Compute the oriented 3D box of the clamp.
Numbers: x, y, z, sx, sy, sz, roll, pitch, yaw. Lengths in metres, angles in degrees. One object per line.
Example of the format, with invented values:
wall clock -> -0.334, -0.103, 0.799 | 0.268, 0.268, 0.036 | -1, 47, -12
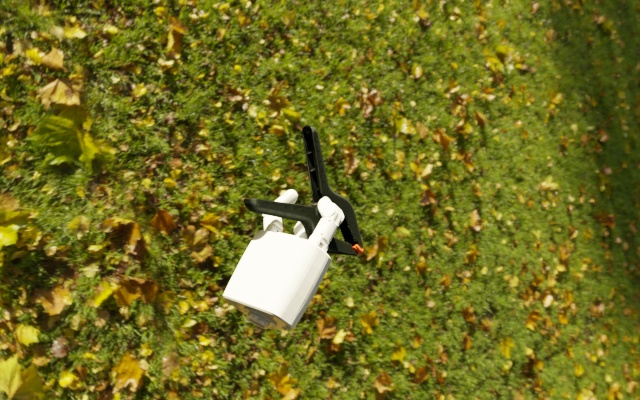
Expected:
clamp -> 0.001, 0.003, 0.716 | 0.210, 0.164, 0.036 | 43, -27, -28
